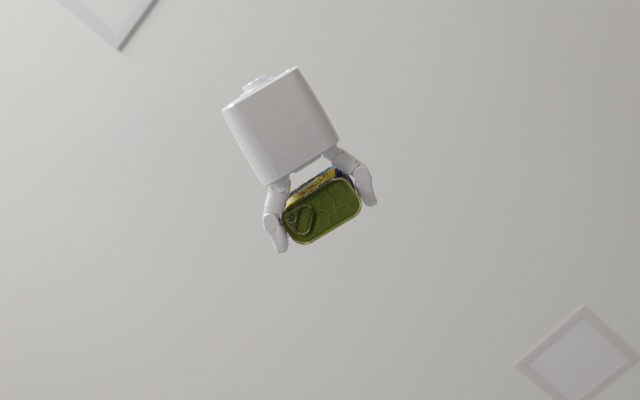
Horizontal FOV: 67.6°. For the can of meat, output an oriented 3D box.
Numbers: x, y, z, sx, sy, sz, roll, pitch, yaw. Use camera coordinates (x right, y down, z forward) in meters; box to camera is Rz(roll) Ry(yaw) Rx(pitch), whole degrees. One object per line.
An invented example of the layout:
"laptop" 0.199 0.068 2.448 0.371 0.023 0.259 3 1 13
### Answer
"can of meat" 0.000 0.002 0.637 0.102 0.057 0.084 -32 16 9
